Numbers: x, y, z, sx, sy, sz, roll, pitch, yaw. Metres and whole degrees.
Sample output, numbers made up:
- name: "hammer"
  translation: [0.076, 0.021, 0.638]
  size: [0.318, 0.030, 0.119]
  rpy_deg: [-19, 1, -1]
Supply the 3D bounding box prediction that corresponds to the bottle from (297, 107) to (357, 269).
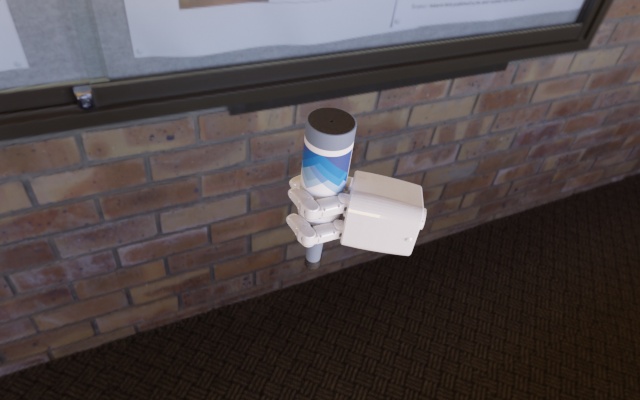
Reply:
- name: "bottle"
  translation: [0.000, 0.002, 0.721]
  size: [0.069, 0.296, 0.069]
  rpy_deg: [4, 44, -4]
